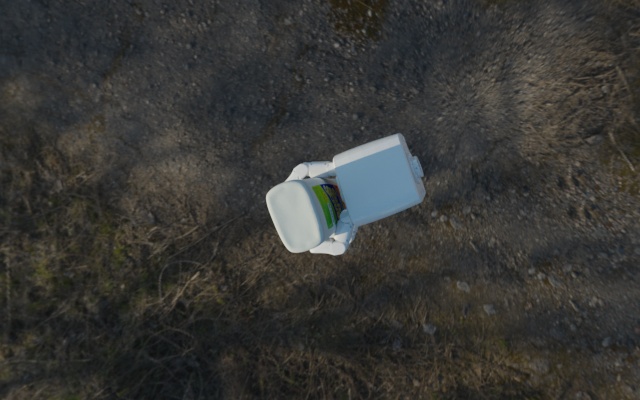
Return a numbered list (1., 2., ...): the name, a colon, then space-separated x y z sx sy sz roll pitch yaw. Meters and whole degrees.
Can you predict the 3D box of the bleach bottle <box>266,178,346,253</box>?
1. bleach bottle: 0.000 0.003 0.760 0.068 0.102 0.251 -19 4 19
